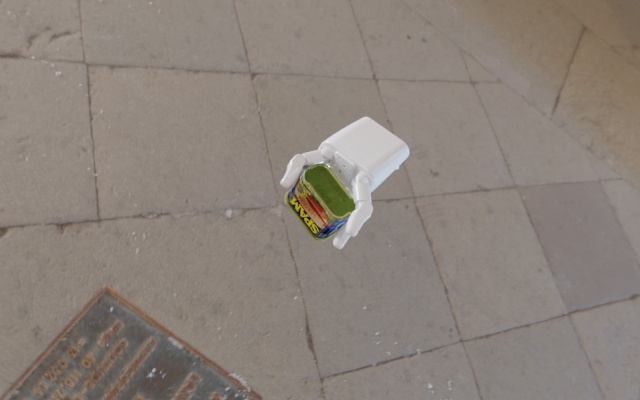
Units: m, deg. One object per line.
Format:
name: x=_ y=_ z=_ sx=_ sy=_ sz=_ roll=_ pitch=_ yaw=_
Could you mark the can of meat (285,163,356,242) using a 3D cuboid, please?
can of meat: x=0.000 y=0.002 z=0.751 sx=0.057 sy=0.102 sz=0.084 roll=-32 pitch=-9 yaw=-33
